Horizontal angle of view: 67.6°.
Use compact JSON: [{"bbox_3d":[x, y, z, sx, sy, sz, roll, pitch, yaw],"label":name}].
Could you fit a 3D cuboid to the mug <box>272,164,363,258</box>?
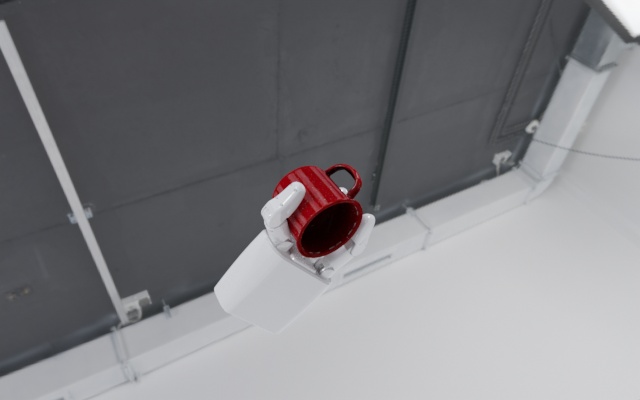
[{"bbox_3d":[0.001,0.001,0.592,0.093,0.117,0.081,32,15,-52],"label":"mug"}]
